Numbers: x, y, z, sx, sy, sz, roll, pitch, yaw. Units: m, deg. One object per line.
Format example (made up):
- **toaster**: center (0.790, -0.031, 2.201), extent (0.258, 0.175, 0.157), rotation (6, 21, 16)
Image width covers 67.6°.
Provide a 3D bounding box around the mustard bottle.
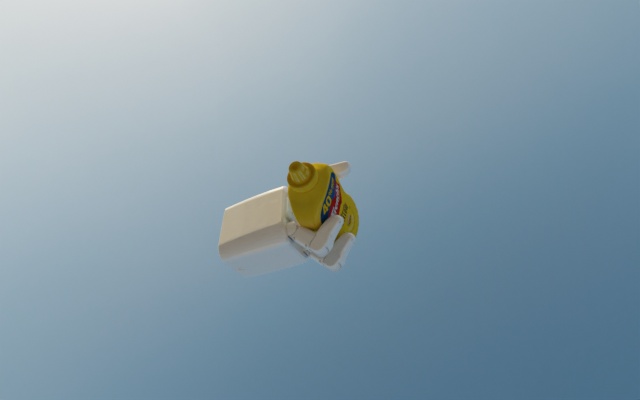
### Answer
- **mustard bottle**: center (0.001, 0.002, 0.679), extent (0.058, 0.096, 0.192), rotation (4, -26, 26)
